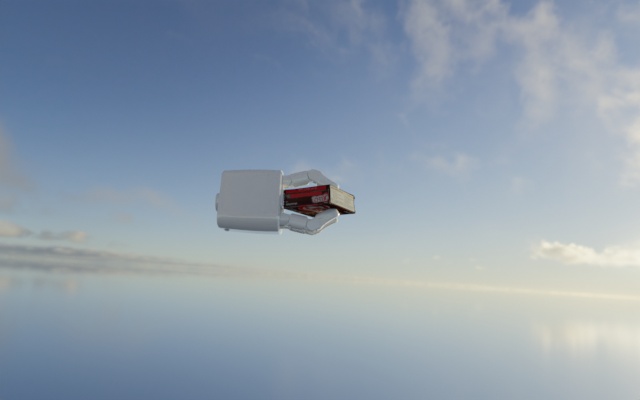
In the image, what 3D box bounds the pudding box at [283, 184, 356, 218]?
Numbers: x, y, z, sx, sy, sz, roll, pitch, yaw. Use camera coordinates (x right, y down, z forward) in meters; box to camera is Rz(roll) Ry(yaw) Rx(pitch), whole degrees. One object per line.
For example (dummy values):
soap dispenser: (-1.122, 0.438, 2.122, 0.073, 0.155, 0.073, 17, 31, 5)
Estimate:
pudding box: (0.000, 0.003, 0.842, 0.090, 0.039, 0.113, -5, -10, 26)
